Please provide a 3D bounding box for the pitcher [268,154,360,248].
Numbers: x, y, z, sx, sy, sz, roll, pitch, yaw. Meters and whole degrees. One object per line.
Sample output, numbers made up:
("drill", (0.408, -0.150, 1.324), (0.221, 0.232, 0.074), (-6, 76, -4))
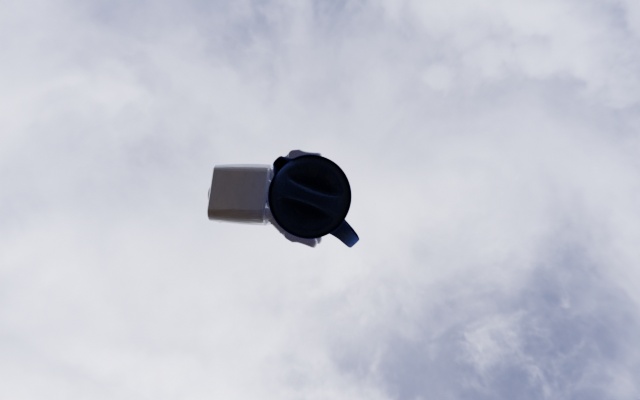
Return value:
("pitcher", (0.000, 0.003, 0.861), (0.145, 0.149, 0.243), (1, 0, 6))
